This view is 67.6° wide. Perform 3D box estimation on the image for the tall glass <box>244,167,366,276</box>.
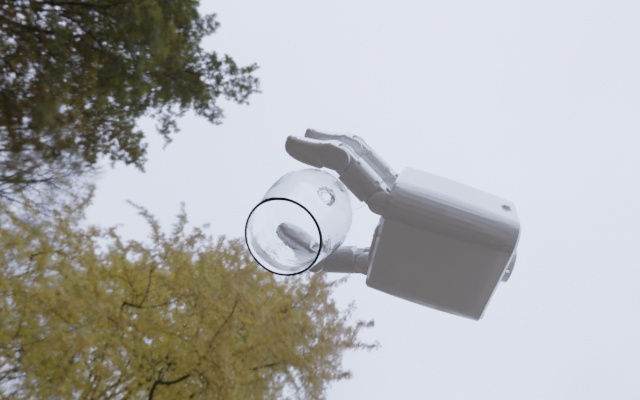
[{"bbox_3d":[0.000,0.001,0.444,0.079,0.079,0.201,0,15,18],"label":"tall glass"}]
